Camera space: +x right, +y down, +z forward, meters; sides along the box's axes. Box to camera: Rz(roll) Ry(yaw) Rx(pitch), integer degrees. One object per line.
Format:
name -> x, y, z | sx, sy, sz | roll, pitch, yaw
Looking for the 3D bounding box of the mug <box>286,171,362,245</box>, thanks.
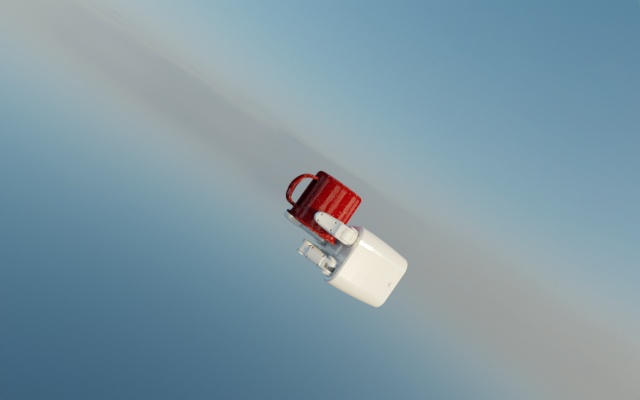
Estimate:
mug -> -0.001, 0.001, 0.722 | 0.117, 0.081, 0.093 | 35, 0, -28
